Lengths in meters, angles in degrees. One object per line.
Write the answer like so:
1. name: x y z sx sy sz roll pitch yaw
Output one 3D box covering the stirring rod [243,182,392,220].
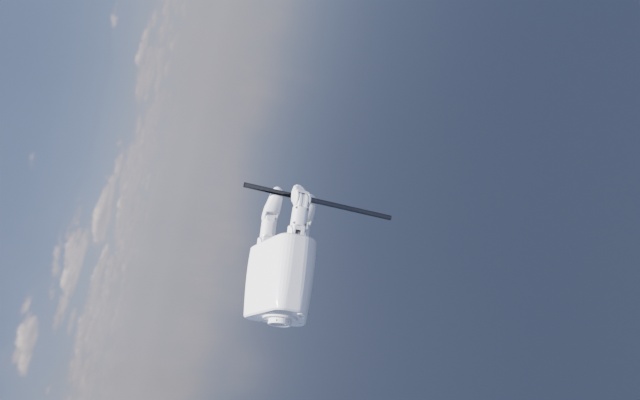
1. stirring rod: 0.000 0.002 0.736 0.239 0.011 0.011 13 -4 -16
